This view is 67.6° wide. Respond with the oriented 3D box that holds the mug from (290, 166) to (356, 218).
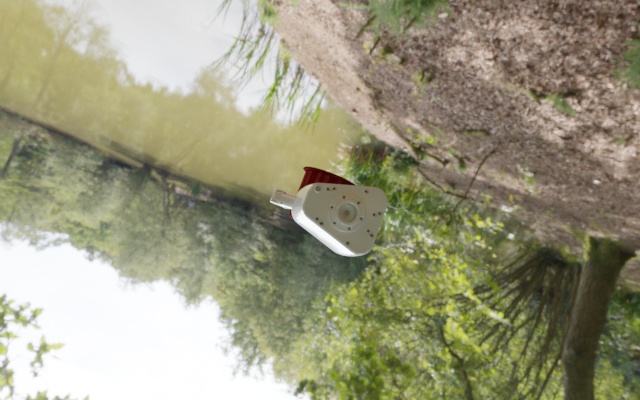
[{"bbox_3d":[0.000,0.003,0.767,0.093,0.081,0.117,22,-7,-6],"label":"mug"}]
